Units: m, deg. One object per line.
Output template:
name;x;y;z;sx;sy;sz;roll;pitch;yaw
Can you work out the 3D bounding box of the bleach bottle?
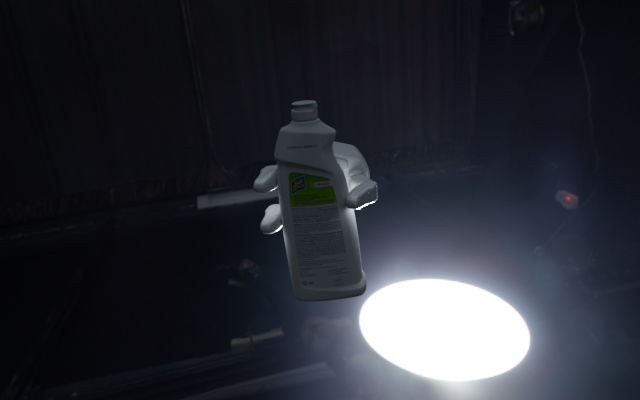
bleach bottle;0.000;0.002;0.600;0.102;0.251;0.068;-6;20;-2
